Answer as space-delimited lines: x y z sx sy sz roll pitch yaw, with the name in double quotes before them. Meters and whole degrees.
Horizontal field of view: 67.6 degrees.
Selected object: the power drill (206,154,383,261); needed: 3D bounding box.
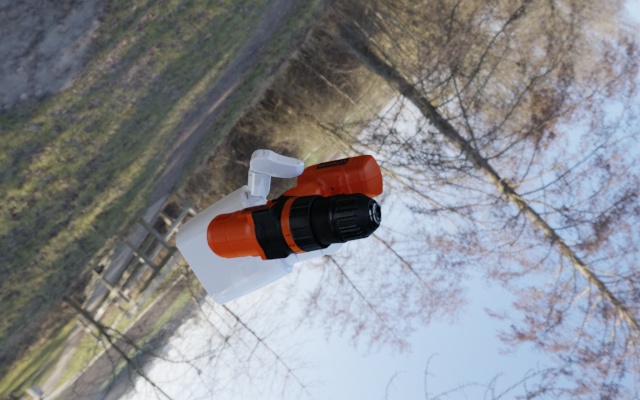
"power drill" 0.000 0.002 0.500 0.184 0.057 0.187 -8 13 30
